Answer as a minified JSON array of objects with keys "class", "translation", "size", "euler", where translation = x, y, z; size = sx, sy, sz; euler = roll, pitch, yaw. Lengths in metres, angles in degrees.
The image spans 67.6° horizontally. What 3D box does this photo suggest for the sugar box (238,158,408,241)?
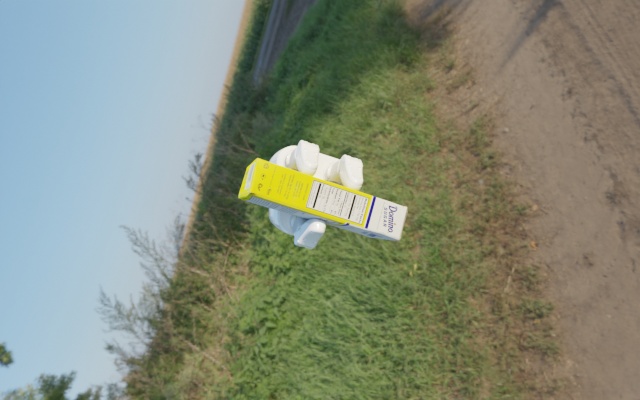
[{"class":"sugar box","translation":[0.000,0.001,0.547],"size":[0.176,0.048,0.093],"euler":[15,-6,-15]}]
